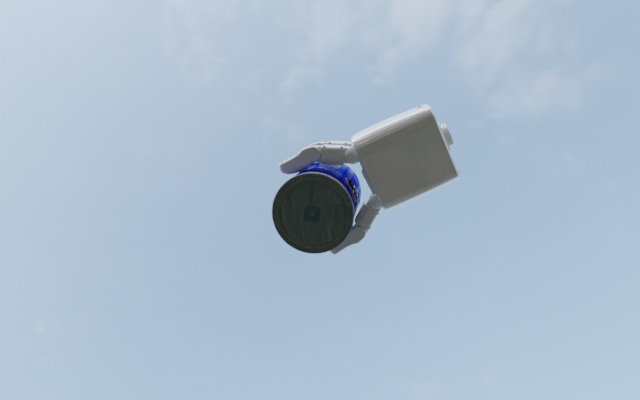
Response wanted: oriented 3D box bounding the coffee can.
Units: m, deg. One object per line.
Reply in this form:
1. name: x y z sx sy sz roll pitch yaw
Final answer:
1. coffee can: 0.000 0.002 0.652 0.103 0.103 0.140 0 12 9
